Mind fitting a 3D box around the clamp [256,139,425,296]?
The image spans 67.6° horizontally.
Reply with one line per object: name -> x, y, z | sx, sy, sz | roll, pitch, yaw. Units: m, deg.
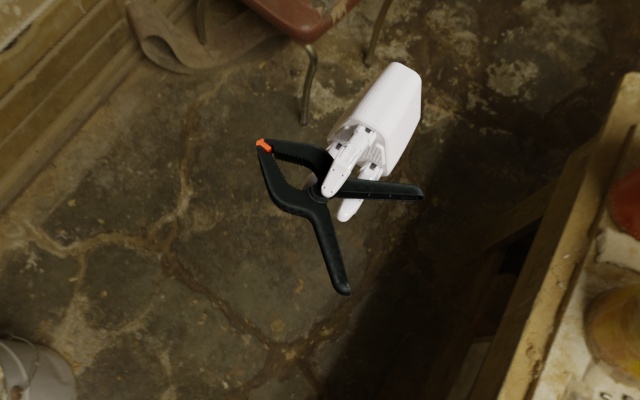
clamp -> 0.000, 0.001, 0.576 | 0.210, 0.164, 0.036 | 31, -20, 6
